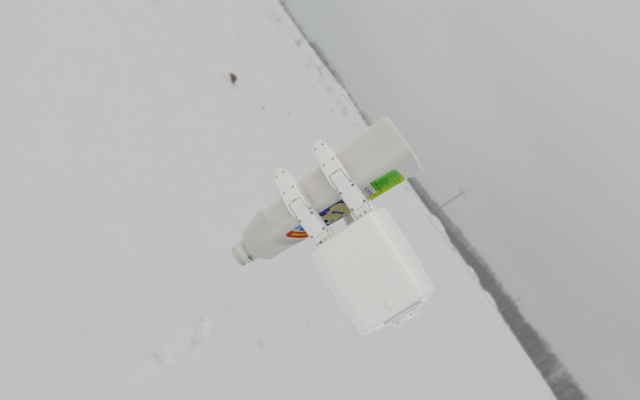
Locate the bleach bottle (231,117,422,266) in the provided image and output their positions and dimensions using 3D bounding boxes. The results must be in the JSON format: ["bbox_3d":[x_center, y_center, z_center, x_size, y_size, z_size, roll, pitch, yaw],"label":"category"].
[{"bbox_3d":[0.000,0.002,0.591,0.251,0.068,0.102,-35,-20,10],"label":"bleach bottle"}]
